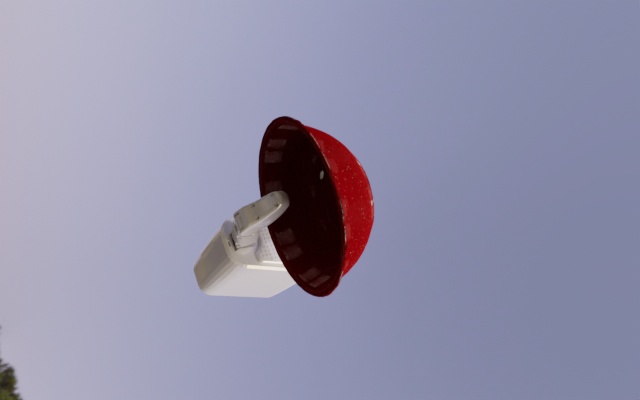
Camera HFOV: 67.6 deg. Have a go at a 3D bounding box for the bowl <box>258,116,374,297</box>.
[{"bbox_3d":[0.001,0.001,0.430,0.055,0.162,0.162,-14,6,-27],"label":"bowl"}]
